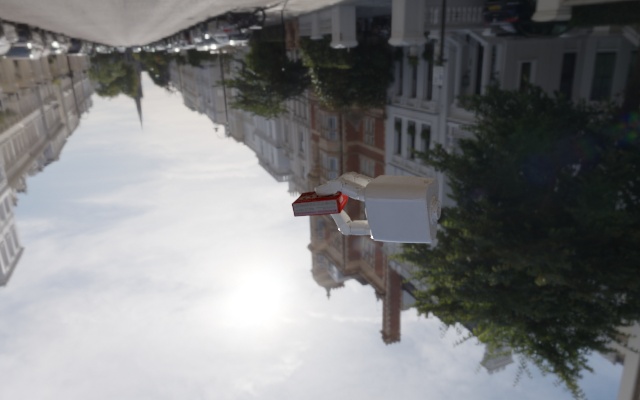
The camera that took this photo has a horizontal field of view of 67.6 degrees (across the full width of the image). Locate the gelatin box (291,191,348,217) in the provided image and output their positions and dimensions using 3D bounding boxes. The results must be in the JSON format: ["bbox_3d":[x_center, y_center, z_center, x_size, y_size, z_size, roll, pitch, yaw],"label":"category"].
[{"bbox_3d":[0.000,0.003,0.874,0.089,0.030,0.073,-6,15,16],"label":"gelatin box"}]
